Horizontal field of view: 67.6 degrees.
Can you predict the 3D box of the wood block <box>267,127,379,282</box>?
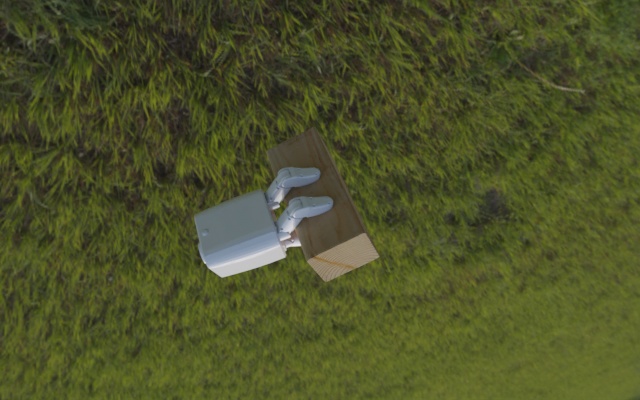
[{"bbox_3d":[0.000,0.003,0.719,0.090,0.206,0.091,-26,-34,5],"label":"wood block"}]
